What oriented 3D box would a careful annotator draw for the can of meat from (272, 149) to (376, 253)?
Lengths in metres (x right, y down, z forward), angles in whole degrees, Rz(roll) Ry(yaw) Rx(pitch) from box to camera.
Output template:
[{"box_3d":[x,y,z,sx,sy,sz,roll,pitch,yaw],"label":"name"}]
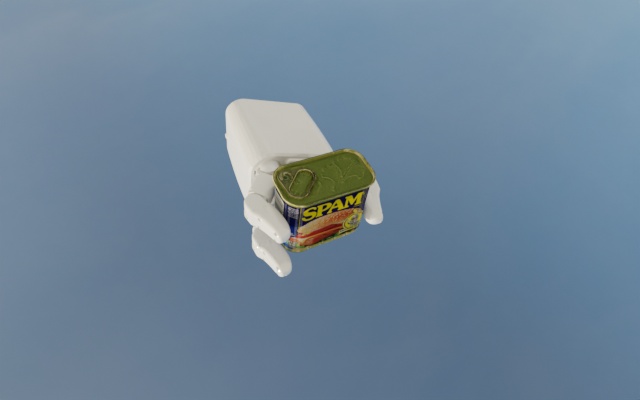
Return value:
[{"box_3d":[0.000,0.002,0.506,0.102,0.057,0.084,-17,-35,-21],"label":"can of meat"}]
